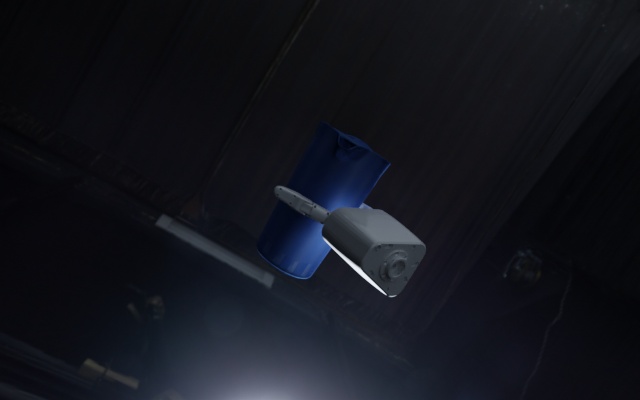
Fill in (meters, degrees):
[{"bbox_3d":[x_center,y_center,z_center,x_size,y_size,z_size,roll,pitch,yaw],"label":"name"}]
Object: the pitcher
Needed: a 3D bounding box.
[{"bbox_3d":[0.000,0.003,0.798,0.149,0.243,0.145,27,8,-38],"label":"pitcher"}]
